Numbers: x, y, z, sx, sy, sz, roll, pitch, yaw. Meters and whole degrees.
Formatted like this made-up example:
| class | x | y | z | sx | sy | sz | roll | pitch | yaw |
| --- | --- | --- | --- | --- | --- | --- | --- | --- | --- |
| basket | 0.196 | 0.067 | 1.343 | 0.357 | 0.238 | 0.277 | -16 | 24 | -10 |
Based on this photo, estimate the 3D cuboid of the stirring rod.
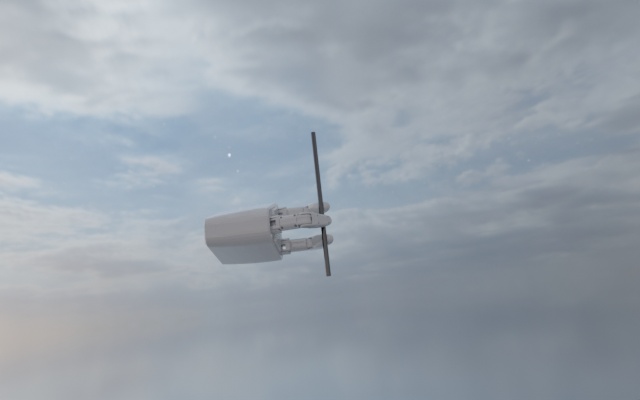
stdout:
| class | x | y | z | sx | sy | sz | roll | pitch | yaw |
| --- | --- | --- | --- | --- | --- | --- | --- | --- | --- |
| stirring rod | 0.000 | 0.003 | 0.778 | 0.011 | 0.239 | 0.011 | -6 | -12 | -1 |
